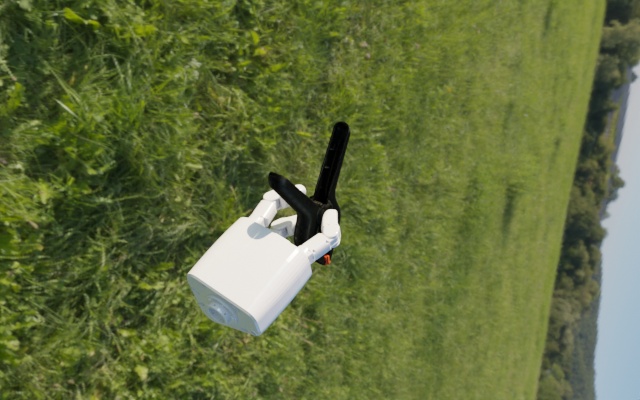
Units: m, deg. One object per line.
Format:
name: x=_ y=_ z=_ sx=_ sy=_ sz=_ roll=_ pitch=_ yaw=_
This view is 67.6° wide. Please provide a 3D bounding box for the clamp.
clamp: x=0.001 y=0.003 z=0.672 sx=0.036 sy=0.210 sz=0.164 roll=20 pitch=49 yaw=30
